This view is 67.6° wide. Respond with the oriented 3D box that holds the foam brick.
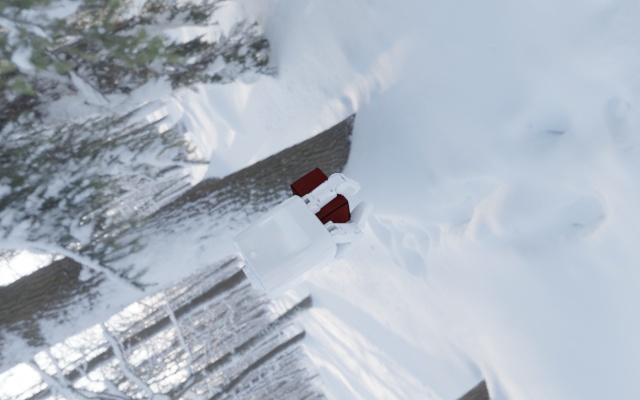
[{"bbox_3d":[0.000,0.002,0.688,0.051,0.078,0.053,-33,-31,-12],"label":"foam brick"}]
